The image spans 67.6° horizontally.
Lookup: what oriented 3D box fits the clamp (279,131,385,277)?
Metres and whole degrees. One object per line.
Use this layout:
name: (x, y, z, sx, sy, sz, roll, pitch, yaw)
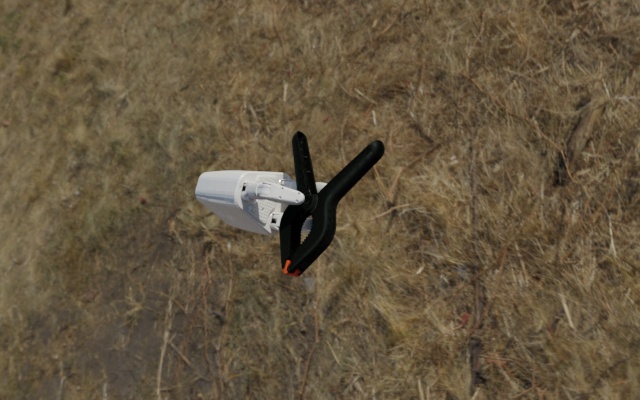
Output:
clamp: (-0.001, 0.002, 0.647, 0.164, 0.210, 0.036, 5, -13, 44)
